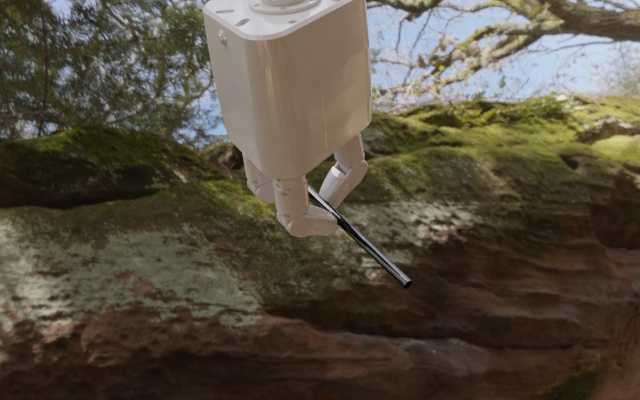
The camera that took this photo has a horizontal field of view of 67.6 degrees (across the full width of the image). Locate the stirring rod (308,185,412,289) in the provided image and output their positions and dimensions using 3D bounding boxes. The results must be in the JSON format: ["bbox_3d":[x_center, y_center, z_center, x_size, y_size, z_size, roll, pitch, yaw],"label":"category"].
[{"bbox_3d":[0.000,0.001,0.439,0.011,0.011,0.239,0,31,-40],"label":"stirring rod"}]
